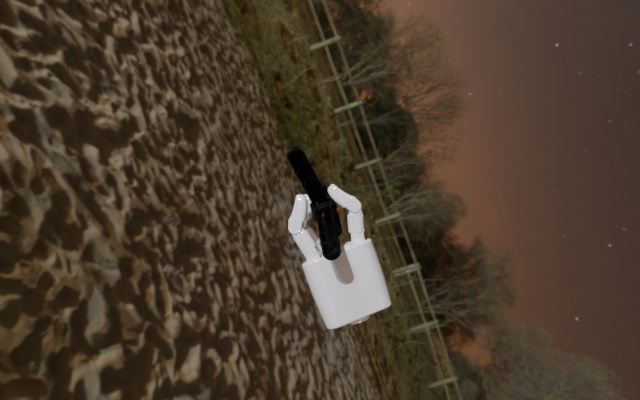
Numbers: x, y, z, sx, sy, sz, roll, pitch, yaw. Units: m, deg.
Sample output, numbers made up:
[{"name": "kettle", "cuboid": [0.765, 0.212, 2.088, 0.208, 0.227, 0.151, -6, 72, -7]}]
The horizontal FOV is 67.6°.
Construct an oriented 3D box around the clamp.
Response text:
[{"name": "clamp", "cuboid": [0.001, 0.002, 0.735, 0.036, 0.164, 0.210, -20, -2, 6]}]
